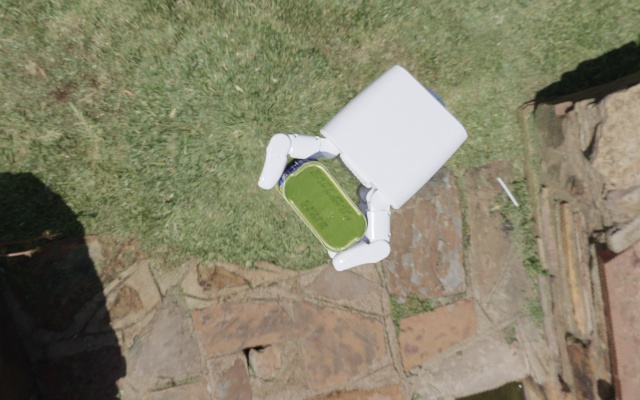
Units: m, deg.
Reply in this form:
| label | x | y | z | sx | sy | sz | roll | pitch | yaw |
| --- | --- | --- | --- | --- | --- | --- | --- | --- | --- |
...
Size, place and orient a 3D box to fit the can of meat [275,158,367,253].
| label | x | y | z | sx | sy | sz | roll | pitch | yaw |
| --- | --- | --- | --- | --- | --- | --- | --- | --- | --- |
| can of meat | 0.000 | 0.002 | 0.508 | 0.057 | 0.102 | 0.084 | -40 | 11 | -1 |
